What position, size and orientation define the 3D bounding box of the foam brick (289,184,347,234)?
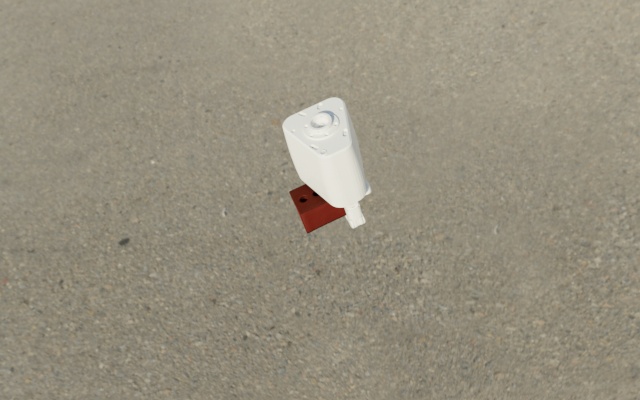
[{"bbox_3d":[0.000,0.003,0.724,0.078,0.053,0.051,-26,-39,-3],"label":"foam brick"}]
